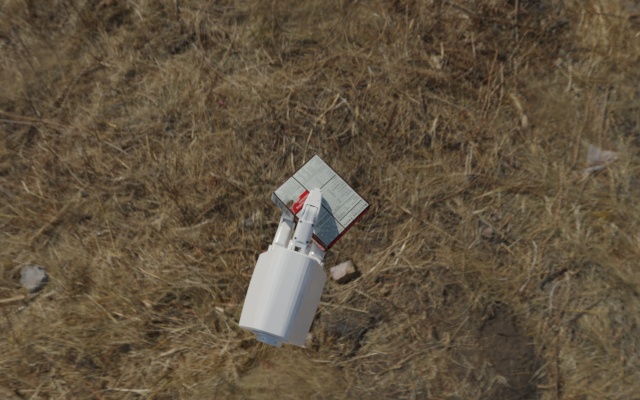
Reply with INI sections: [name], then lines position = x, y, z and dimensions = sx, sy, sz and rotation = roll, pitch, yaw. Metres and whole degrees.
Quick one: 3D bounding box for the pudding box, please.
[pudding box]
position = 0.000, 0.002, 0.674
dimensions = 0.090, 0.113, 0.039
rotation = -43, -7, -16
